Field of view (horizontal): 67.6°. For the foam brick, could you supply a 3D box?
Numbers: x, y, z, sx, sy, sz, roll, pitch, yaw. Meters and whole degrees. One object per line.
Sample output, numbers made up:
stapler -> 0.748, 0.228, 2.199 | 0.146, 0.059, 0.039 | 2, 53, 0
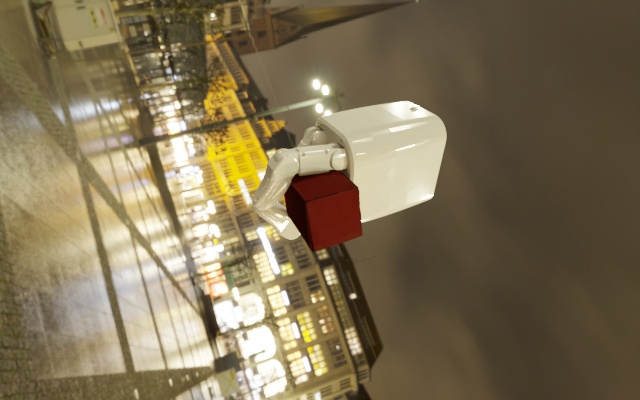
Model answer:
foam brick -> 0.000, 0.002, 0.448 | 0.051, 0.053, 0.078 | -15, 30, -15
